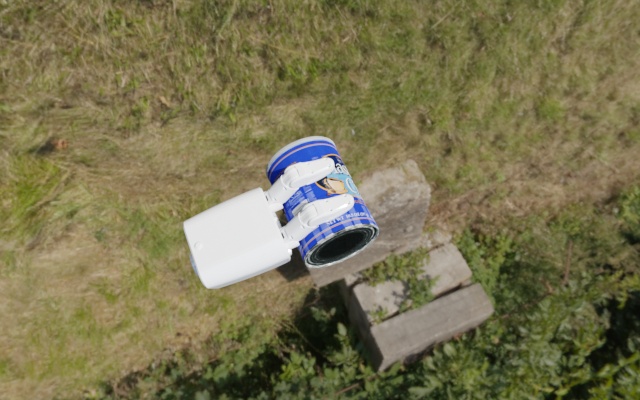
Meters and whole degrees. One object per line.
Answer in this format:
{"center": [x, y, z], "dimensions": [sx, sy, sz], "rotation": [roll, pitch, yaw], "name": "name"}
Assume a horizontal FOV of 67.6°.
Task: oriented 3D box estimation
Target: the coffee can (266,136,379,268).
{"center": [0.000, 0.002, 0.624], "dimensions": [0.103, 0.140, 0.103], "rotation": [-21, -26, -10], "name": "coffee can"}
